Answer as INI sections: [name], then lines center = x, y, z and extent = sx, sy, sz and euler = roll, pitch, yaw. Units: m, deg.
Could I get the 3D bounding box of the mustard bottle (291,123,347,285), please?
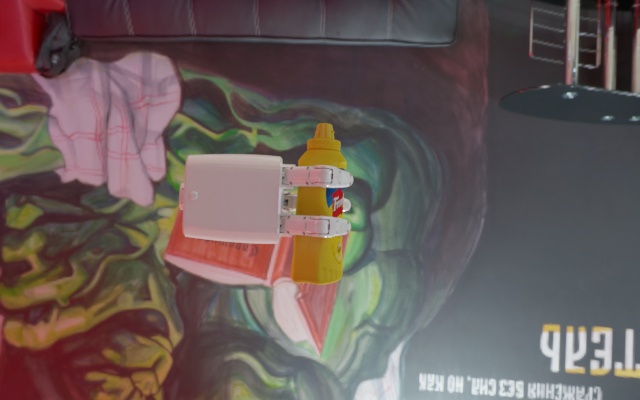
[mustard bottle]
center = 0.000, 0.002, 0.584
extent = 0.058, 0.191, 0.096
euler = 2, -1, 18
